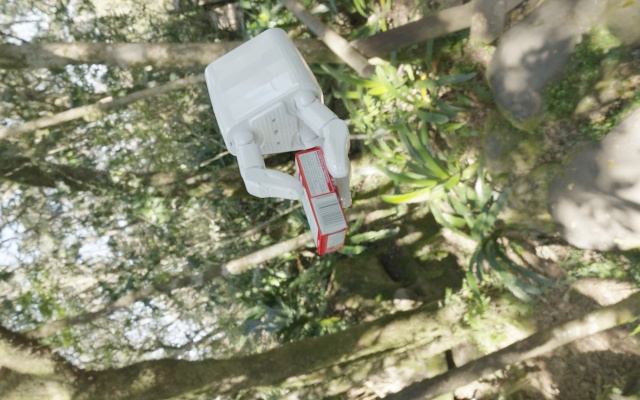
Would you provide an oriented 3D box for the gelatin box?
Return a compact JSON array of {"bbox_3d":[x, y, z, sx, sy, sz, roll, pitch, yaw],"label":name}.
[{"bbox_3d":[0.000,0.002,0.476,0.030,0.089,0.073,-15,-19,-7],"label":"gelatin box"}]
